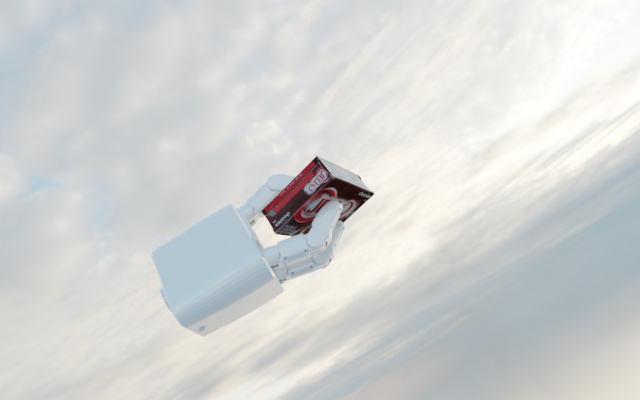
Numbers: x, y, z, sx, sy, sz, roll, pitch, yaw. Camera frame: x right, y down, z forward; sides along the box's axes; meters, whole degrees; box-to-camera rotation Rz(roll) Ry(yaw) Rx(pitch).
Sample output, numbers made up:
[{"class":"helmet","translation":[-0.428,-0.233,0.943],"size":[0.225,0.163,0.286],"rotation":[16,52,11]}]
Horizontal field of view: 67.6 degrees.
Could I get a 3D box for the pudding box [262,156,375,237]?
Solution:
[{"class":"pudding box","translation":[0.000,0.002,0.545],"size":[0.090,0.039,0.113],"rotation":[-43,-23,17]}]
